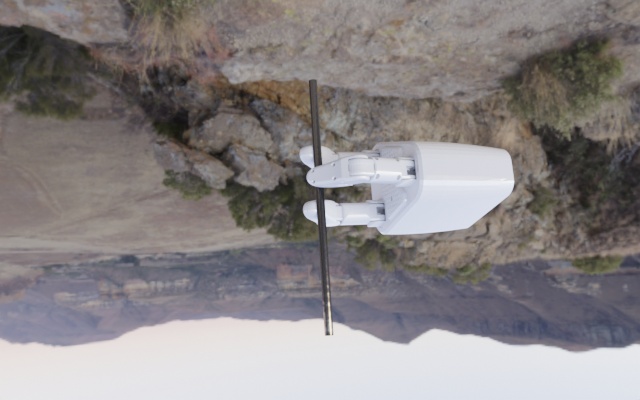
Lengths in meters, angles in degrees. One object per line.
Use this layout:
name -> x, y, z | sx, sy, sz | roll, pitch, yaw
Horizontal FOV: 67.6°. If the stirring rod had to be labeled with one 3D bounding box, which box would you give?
stirring rod -> 0.000, 0.001, 0.444 | 0.011, 0.239, 0.011 | -4, -10, -1
